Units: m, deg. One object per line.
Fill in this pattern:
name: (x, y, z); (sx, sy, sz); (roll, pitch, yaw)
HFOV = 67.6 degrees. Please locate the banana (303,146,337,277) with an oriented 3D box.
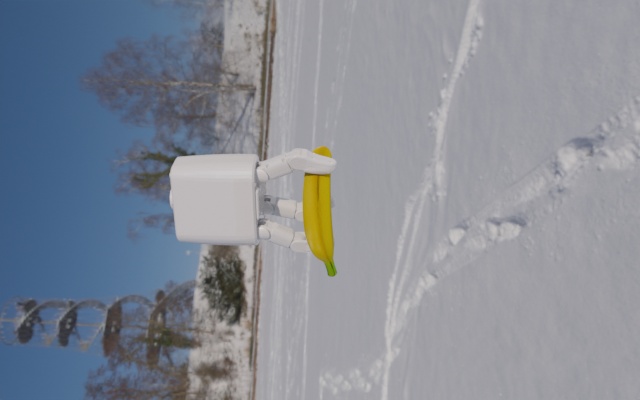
banana: (-0.002, -0.004, 0.621); (0.037, 0.197, 0.070); (-4, -31, 6)
